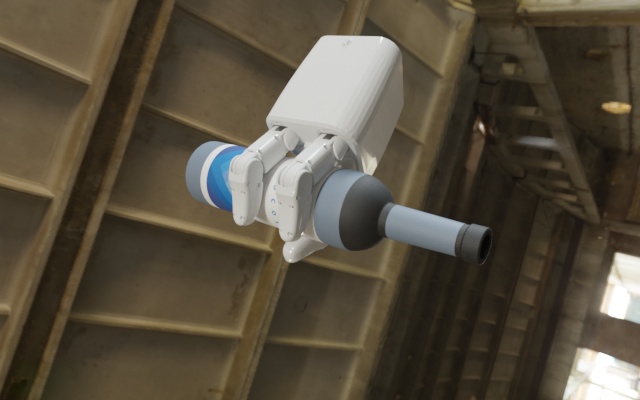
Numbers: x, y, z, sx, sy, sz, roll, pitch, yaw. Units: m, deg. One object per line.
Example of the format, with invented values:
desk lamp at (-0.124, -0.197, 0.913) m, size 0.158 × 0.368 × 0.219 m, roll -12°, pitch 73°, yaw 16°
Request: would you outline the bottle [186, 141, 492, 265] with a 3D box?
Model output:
bottle at (0.000, 0.001, 0.420) m, size 0.295 × 0.069 × 0.069 m, roll 15°, pitch 9°, yaw 35°
